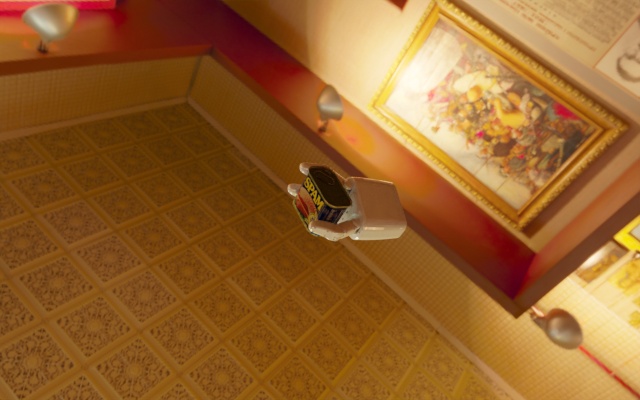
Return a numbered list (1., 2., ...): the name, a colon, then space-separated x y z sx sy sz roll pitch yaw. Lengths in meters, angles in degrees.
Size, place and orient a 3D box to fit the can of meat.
1. can of meat: 0.000 0.003 0.858 0.057 0.102 0.084 -1 -43 -36
